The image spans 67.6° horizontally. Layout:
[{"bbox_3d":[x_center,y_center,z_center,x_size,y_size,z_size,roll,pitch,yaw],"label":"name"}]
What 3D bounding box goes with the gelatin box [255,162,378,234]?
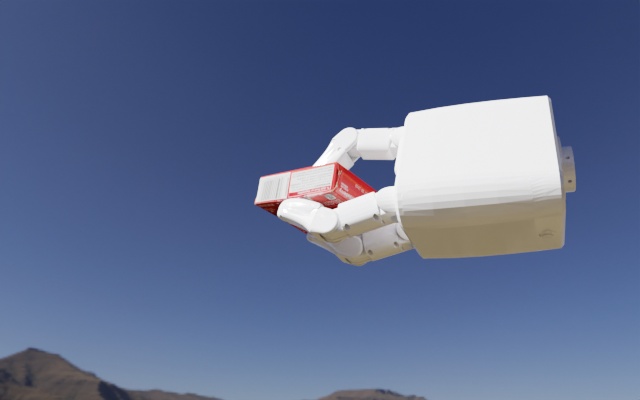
[{"bbox_3d":[0.000,0.001,0.415,0.089,0.030,0.073,-8,-29,37],"label":"gelatin box"}]
